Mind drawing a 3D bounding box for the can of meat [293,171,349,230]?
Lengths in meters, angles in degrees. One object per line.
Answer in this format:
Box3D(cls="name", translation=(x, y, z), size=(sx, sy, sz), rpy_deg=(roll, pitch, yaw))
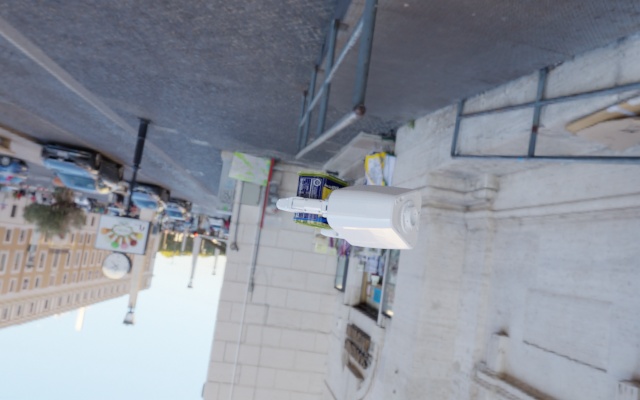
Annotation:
Box3D(cls="can of meat", translation=(0.000, 0.003, 0.793), size=(0.057, 0.084, 0.102), rpy_deg=(4, -7, 30))
